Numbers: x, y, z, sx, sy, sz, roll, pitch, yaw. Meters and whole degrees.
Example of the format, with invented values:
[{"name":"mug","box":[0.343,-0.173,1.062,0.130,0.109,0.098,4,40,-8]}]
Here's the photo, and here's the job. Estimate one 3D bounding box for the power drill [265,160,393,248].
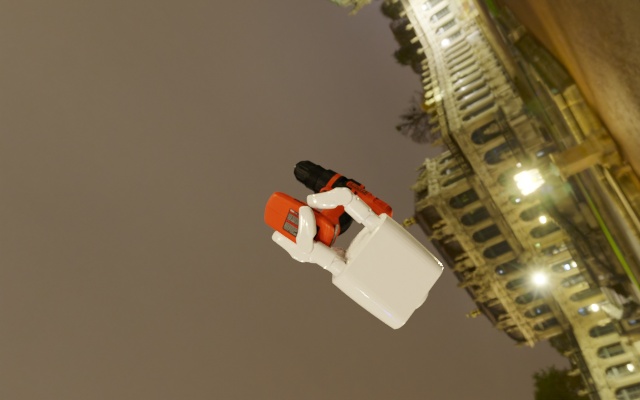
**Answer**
[{"name":"power drill","box":[0.000,0.003,0.719,0.184,0.057,0.187,30,28,20]}]
